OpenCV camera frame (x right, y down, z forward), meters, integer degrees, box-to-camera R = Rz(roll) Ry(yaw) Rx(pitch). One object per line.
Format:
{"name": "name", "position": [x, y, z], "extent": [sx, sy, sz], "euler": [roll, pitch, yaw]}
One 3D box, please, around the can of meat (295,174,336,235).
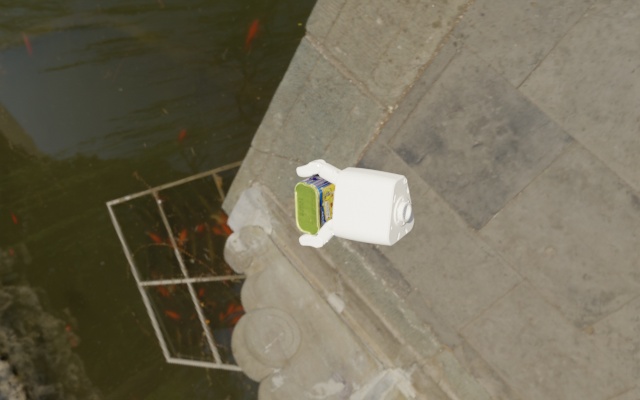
{"name": "can of meat", "position": [0.000, 0.003, 0.855], "extent": [0.057, 0.102, 0.084], "euler": [14, 27, 34]}
